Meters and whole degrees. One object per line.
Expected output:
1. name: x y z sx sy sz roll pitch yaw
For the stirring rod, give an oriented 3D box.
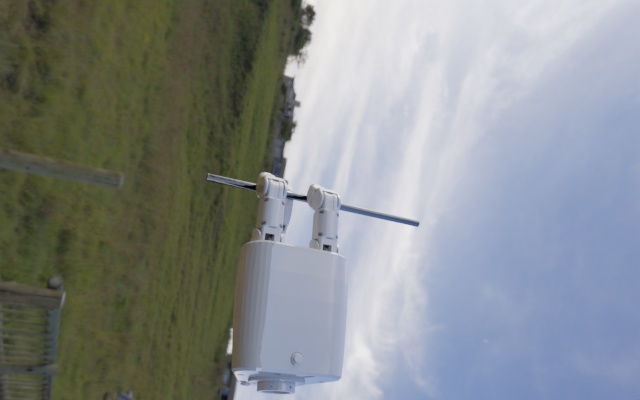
1. stirring rod: 0.000 0.002 0.506 0.239 0.011 0.011 13 -4 -19
